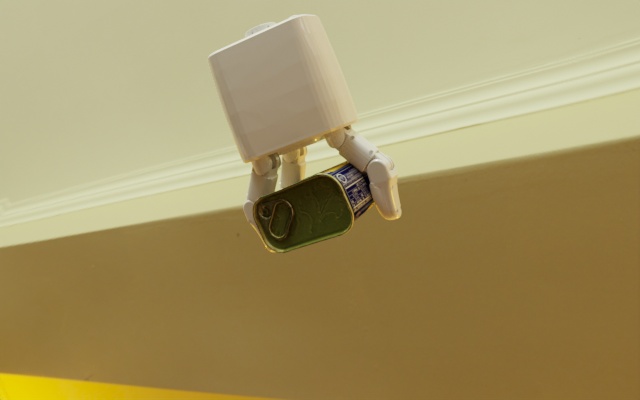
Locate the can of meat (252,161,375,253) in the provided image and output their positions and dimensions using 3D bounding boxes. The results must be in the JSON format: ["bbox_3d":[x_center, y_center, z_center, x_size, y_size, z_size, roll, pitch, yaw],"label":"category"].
[{"bbox_3d":[0.000,0.001,0.462,0.102,0.057,0.084,-21,7,32],"label":"can of meat"}]
